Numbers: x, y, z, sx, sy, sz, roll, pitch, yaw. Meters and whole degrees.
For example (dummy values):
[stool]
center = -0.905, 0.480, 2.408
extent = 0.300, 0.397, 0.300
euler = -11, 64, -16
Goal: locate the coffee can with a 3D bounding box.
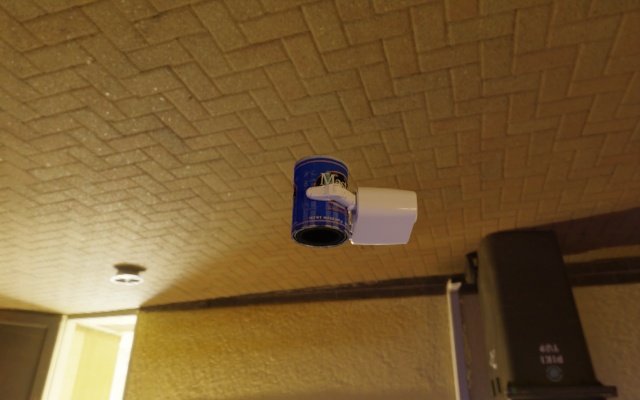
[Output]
[coffee can]
center = 0.000, 0.003, 0.862
extent = 0.103, 0.140, 0.103
euler = 1, -26, 0
